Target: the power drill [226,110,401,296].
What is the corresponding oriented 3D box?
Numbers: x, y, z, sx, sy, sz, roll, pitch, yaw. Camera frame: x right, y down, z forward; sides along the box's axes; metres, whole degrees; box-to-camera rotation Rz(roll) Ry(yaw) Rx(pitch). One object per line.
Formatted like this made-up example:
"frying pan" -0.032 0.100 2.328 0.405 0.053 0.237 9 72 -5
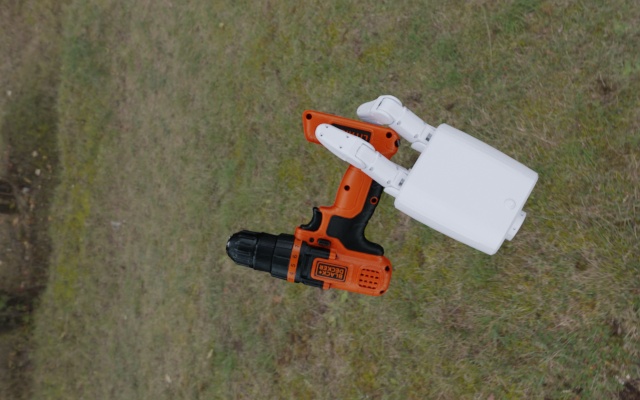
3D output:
"power drill" 0.000 0.001 0.518 0.184 0.188 0.057 12 9 0
